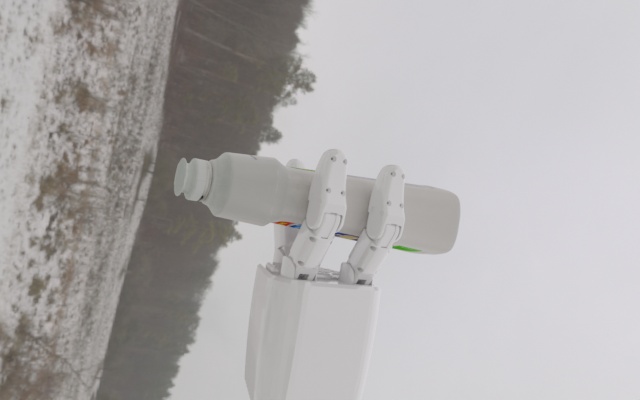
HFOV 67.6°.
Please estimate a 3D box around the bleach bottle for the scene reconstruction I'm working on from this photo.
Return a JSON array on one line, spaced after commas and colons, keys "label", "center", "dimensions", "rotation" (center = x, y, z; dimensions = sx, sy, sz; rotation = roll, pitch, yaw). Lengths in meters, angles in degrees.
[{"label": "bleach bottle", "center": [0.000, 0.001, 0.416], "dimensions": [0.251, 0.068, 0.102], "rotation": [10, -3, -30]}]
